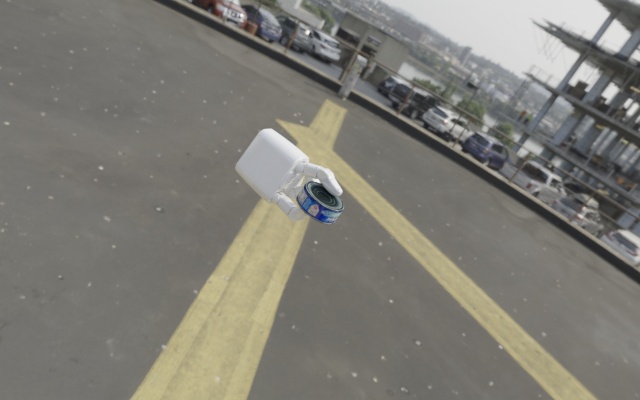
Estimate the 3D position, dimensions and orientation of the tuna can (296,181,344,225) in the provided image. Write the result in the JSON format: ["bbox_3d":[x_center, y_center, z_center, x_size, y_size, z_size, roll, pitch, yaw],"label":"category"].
[{"bbox_3d":[0.000,0.002,0.877,0.086,0.034,0.086,28,25,-15],"label":"tuna can"}]
